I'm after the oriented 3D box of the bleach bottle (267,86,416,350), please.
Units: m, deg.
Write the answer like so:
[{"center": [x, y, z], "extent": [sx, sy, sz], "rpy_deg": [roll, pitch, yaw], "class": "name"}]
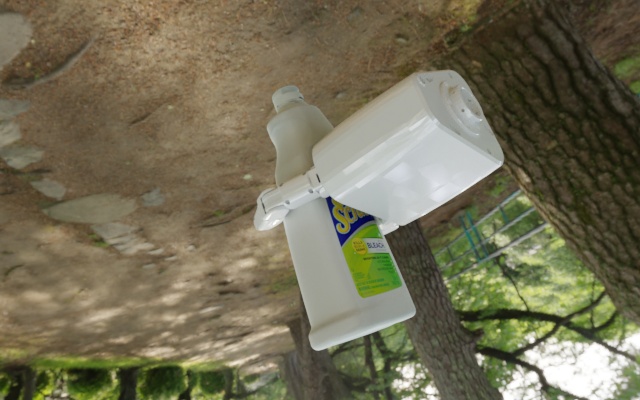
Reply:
[{"center": [0.000, 0.002, 0.448], "extent": [0.102, 0.250, 0.068], "rpy_deg": [0, -27, -48], "class": "bleach bottle"}]
